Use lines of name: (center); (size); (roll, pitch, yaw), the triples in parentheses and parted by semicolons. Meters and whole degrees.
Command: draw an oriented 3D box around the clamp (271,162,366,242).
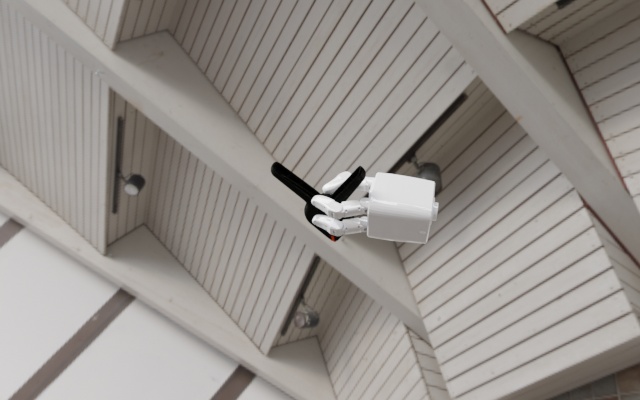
clamp: (0.001, 0.003, 0.866); (0.164, 0.036, 0.210); (9, -36, 12)
